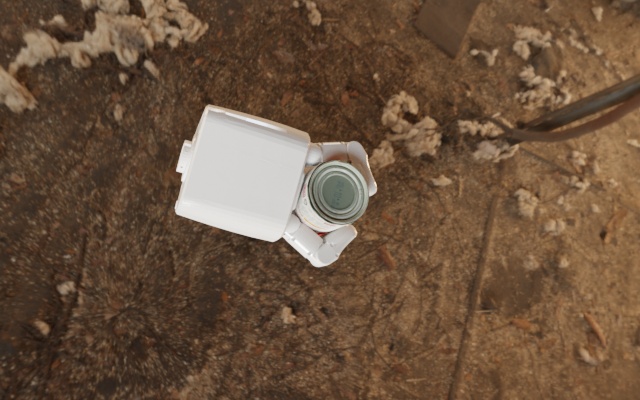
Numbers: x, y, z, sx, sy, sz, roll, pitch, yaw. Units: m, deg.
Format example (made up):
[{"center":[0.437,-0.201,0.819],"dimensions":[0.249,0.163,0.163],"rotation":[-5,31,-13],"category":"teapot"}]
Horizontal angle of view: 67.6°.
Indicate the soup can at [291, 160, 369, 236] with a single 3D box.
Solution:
[{"center":[0.001,0.002,0.513],"dimensions":[0.068,0.068,0.102],"rotation":[0,-12,-23],"category":"soup can"}]
